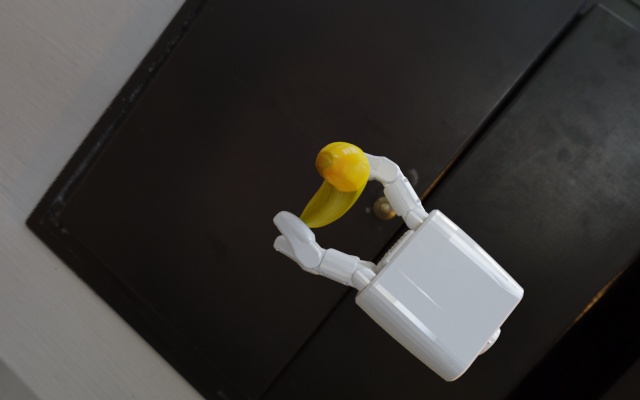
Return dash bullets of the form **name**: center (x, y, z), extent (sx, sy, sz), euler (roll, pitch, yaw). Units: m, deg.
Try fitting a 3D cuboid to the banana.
- **banana**: center (0.012, -0.009, 0.424), extent (0.069, 0.037, 0.198), euler (-43, -8, -21)
